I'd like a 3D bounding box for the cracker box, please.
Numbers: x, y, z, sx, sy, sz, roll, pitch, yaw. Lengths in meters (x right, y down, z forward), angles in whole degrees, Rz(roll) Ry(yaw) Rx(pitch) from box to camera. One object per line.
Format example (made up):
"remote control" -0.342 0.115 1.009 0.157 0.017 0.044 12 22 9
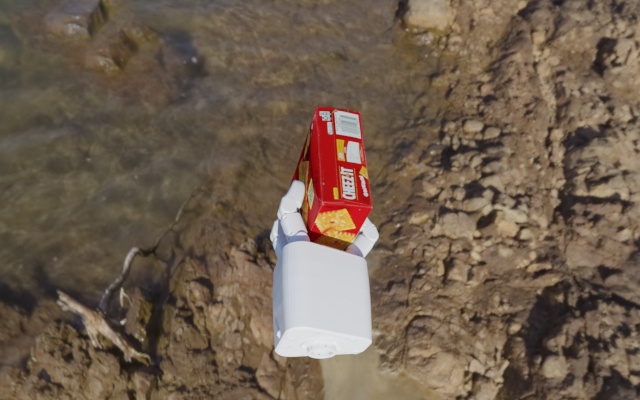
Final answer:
"cracker box" 0.000 0.002 0.670 0.072 0.164 0.214 7 -37 -14
